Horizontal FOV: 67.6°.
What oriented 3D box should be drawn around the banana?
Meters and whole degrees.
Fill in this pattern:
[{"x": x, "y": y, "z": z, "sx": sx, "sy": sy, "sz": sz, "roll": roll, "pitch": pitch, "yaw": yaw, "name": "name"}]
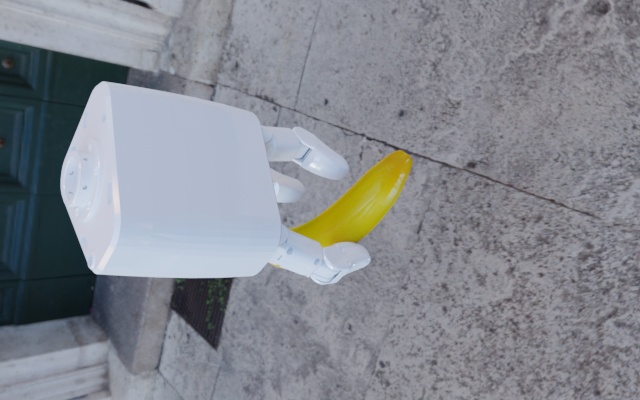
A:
[{"x": -0.001, "y": 0.020, "z": 0.409, "sx": 0.037, "sy": 0.069, "sz": 0.198, "roll": 12, "pitch": -24, "yaw": -40, "name": "banana"}]
